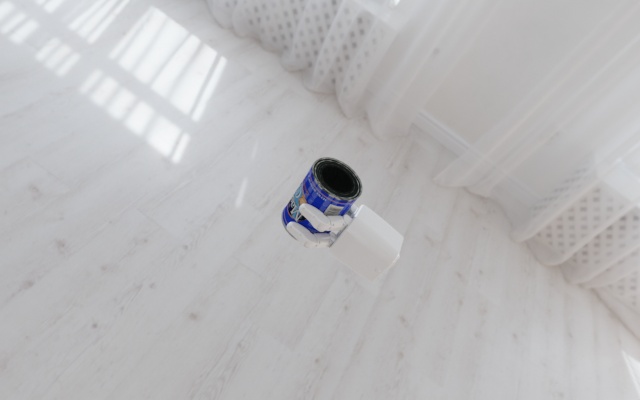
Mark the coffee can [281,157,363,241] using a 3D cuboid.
[{"bbox_3d":[0.000,0.003,0.899,0.103,0.102,0.140,0,-38,-35],"label":"coffee can"}]
